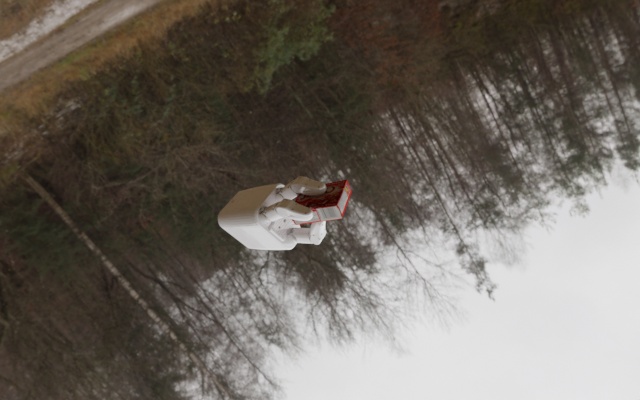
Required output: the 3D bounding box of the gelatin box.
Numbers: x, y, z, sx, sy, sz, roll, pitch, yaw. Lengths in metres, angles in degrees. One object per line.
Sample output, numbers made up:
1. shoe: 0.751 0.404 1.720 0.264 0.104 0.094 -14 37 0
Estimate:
1. gelatin box: 0.001 0.003 0.789 0.089 0.030 0.073 -9 33 25
